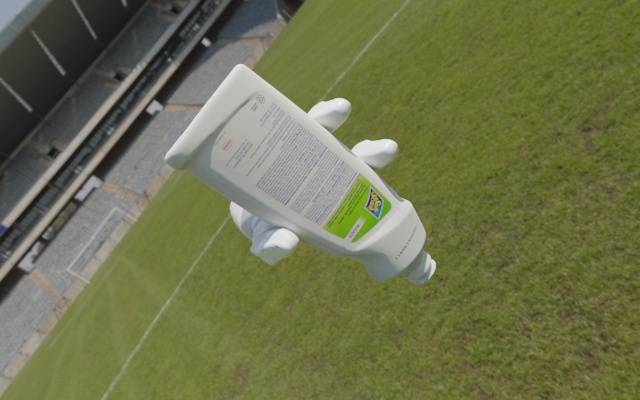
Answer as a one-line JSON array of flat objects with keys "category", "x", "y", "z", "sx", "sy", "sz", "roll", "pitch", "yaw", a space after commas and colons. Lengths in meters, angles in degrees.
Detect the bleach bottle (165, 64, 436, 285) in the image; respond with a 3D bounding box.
[{"category": "bleach bottle", "x": 0.000, "y": 0.001, "z": 0.416, "sx": 0.251, "sy": 0.102, "sz": 0.068, "roll": 38, "pitch": -6, "yaw": -17}]
